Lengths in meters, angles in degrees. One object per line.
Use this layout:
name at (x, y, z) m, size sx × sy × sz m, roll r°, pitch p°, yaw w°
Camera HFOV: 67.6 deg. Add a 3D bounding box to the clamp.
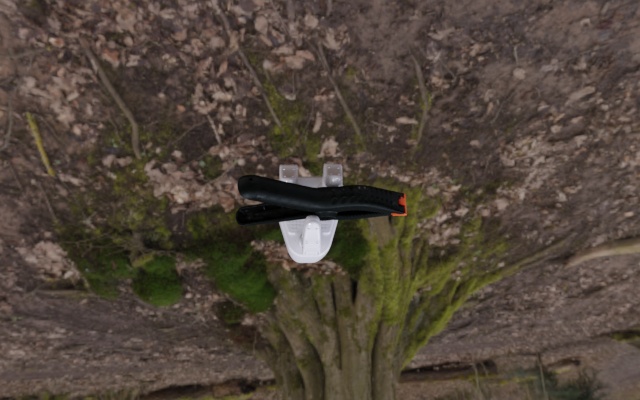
clamp at (0.001, 0.003, 0.551) m, size 0.210 × 0.036 × 0.164 m, roll -1°, pitch -12°, yaw -4°
